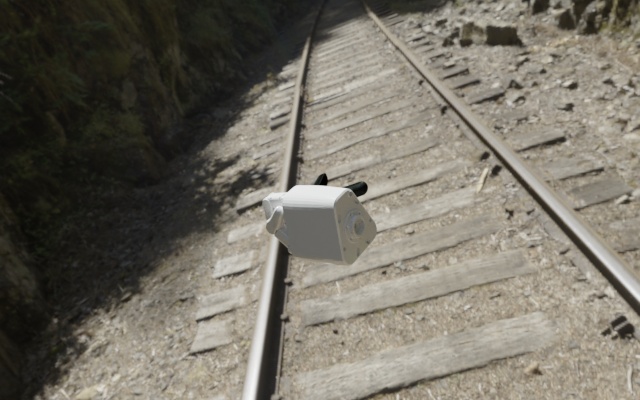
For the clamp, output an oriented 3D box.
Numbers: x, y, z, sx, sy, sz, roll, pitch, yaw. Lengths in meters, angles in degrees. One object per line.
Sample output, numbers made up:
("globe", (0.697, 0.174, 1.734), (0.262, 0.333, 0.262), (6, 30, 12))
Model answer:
("clamp", (0.000, 0.002, 0.839), (0.120, 0.039, 0.171), (2, 34, 43))
